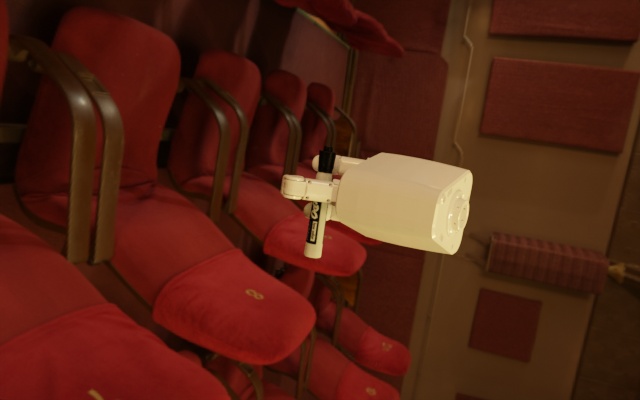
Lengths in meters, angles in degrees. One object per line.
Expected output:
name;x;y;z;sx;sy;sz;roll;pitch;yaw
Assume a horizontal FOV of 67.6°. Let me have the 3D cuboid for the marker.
marker;0.000;0.002;0.515;0.020;0.121;0.020;9;8;-1
